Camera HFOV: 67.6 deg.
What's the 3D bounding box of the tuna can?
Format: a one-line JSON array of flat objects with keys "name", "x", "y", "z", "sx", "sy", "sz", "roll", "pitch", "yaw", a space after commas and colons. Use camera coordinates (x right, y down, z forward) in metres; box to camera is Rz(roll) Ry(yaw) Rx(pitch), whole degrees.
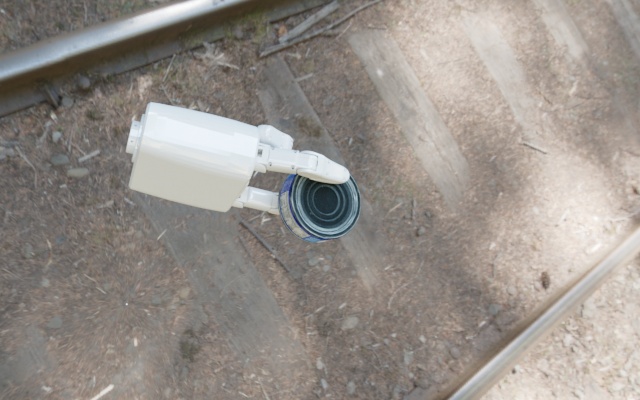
[{"name": "tuna can", "x": 0.000, "y": 0.002, "z": 0.511, "sx": 0.086, "sy": 0.086, "sz": 0.034, "roll": 0, "pitch": -10, "yaw": -28}]
